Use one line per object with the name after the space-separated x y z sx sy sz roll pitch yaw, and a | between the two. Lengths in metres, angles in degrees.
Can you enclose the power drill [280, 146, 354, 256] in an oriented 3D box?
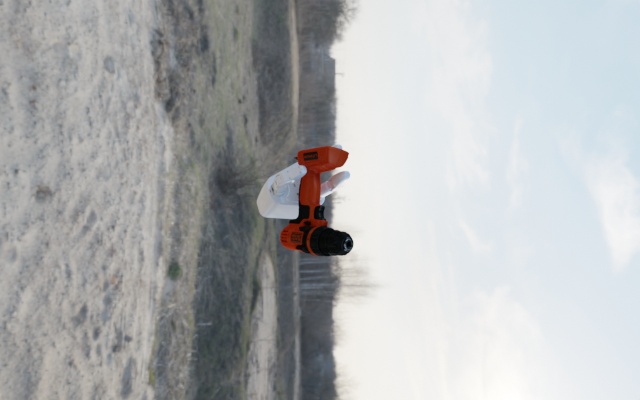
0.000 0.002 0.834 0.057 0.187 0.184 14 -8 -37 | power drill
